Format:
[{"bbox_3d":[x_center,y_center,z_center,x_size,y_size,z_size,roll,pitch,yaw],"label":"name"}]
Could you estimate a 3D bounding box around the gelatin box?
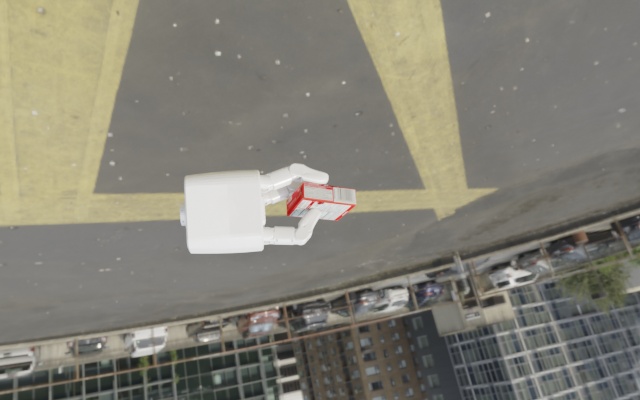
[{"bbox_3d":[0.000,0.003,0.729,0.089,0.030,0.073,7,-24,-20],"label":"gelatin box"}]
